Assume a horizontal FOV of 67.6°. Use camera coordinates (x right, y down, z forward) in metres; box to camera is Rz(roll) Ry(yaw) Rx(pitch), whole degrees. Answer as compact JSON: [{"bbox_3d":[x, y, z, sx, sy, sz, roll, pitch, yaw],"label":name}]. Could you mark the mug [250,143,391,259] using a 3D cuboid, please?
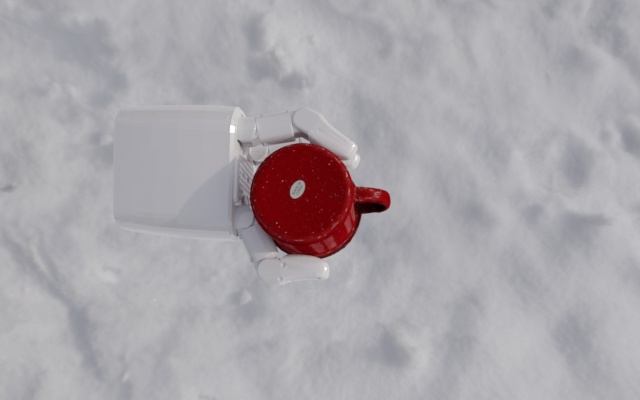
[{"bbox_3d":[0.001,0.001,0.401,0.117,0.093,0.081,2,-11,6],"label":"mug"}]
